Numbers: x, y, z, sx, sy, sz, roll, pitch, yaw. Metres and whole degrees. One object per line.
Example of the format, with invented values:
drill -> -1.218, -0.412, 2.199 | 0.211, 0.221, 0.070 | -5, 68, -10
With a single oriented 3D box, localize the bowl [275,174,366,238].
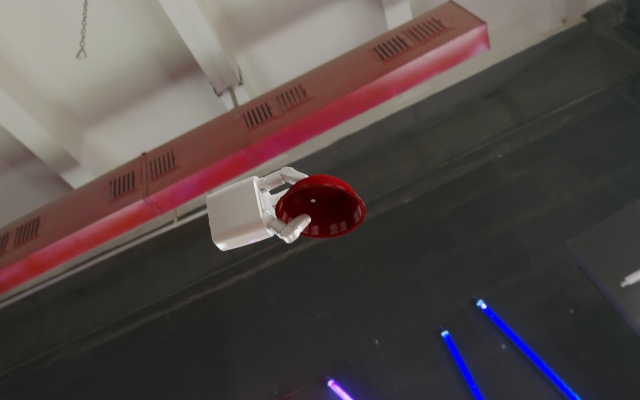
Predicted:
bowl -> 0.001, 0.002, 0.861 | 0.162, 0.055, 0.162 | 1, -37, 1
